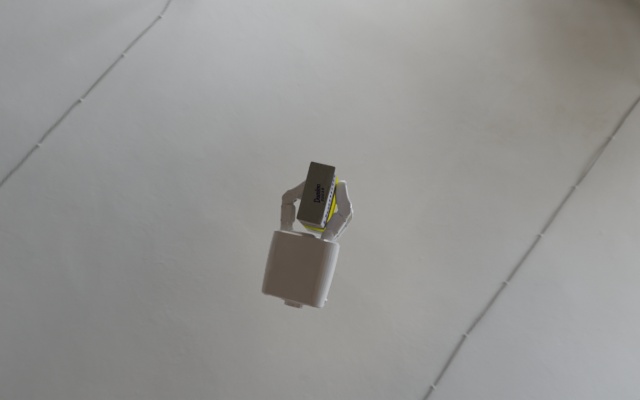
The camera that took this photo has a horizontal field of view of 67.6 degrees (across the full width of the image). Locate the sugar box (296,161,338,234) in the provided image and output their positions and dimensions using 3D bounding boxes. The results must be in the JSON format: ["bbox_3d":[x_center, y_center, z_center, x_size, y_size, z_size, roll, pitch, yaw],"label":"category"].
[{"bbox_3d":[0.001,0.003,0.790,0.048,0.093,0.176,14,-8,4],"label":"sugar box"}]
